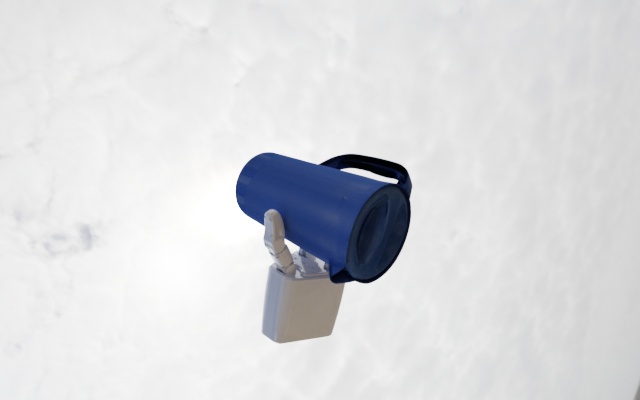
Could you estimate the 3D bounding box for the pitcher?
[{"bbox_3d":[0.000,0.002,0.670,0.242,0.145,0.149,22,20,38],"label":"pitcher"}]
